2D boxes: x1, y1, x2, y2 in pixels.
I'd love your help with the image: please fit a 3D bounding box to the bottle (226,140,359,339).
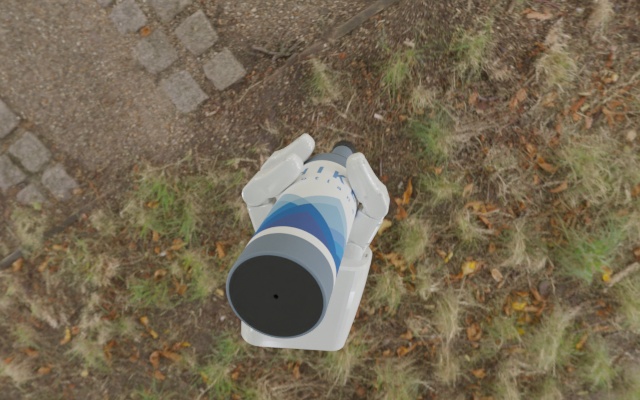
[{"bbox_3d":[0.000,0.001,0.431,0.069,0.069,0.295,0,24,12],"label":"bottle"}]
